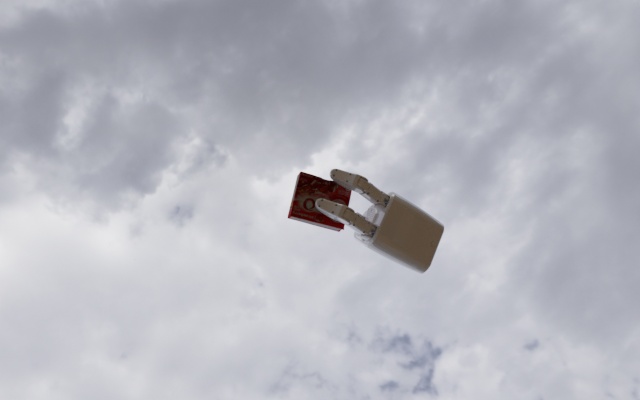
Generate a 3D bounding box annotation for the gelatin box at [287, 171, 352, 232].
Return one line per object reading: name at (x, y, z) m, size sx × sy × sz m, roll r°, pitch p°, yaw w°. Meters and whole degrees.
gelatin box at (0.000, 0.002, 0.744) m, size 0.089 × 0.073 × 0.030 m, roll 15°, pitch -14°, yaw -11°
